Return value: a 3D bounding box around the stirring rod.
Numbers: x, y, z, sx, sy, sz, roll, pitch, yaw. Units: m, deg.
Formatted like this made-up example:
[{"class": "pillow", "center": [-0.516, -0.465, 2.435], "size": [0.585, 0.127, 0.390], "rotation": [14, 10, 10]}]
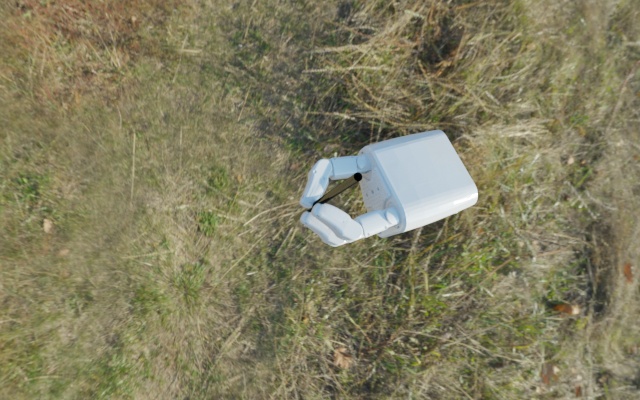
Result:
[{"class": "stirring rod", "center": [0.000, 0.002, 0.522], "size": [0.011, 0.011, 0.239], "rotation": [0, -11, -16]}]
